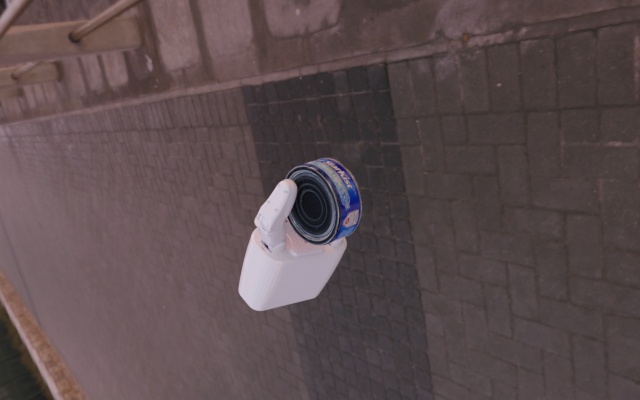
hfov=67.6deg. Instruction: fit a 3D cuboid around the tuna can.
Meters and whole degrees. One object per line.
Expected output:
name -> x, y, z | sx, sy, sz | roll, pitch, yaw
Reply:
tuna can -> 0.000, 0.002, 0.485 | 0.033, 0.086, 0.086 | -19, 13, -41
